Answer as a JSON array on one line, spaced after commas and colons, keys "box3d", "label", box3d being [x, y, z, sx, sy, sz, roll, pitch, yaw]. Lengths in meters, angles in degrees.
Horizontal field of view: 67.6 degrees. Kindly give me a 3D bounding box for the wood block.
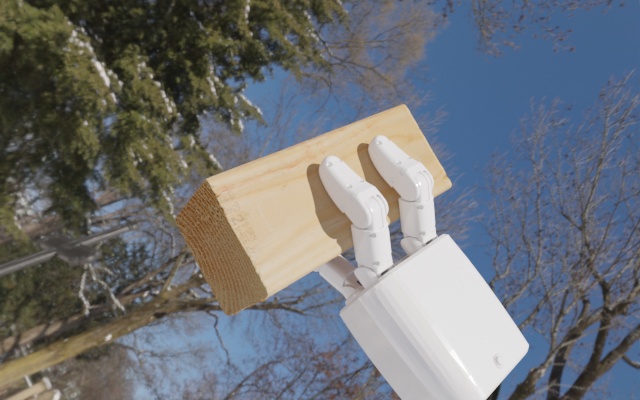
[{"box3d": [0.000, 0.002, 0.401, 0.206, 0.090, 0.091, -26, -6, -36], "label": "wood block"}]
